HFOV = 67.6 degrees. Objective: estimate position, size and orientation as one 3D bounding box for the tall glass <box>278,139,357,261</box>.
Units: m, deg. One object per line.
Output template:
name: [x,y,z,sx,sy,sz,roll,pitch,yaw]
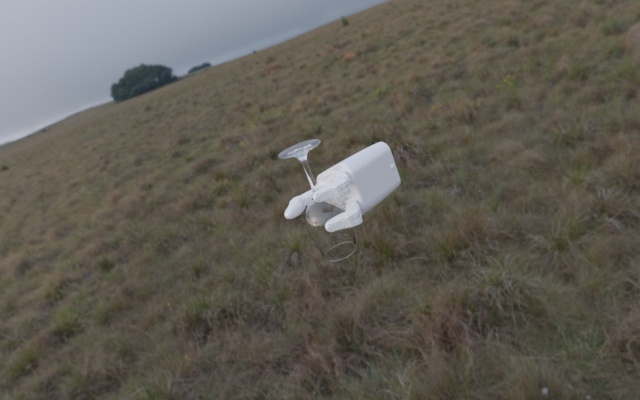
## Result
tall glass: [0.000,0.002,0.807,0.079,0.201,0.079,-19,19,7]
